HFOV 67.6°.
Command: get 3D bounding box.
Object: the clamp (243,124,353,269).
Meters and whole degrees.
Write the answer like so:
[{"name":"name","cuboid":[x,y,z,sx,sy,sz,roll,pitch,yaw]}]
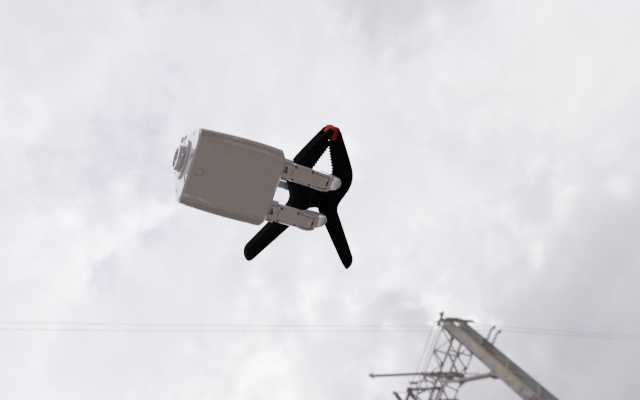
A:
[{"name":"clamp","cuboid":[0.000,0.001,0.664,0.164,0.210,0.036,15,12,-26]}]
